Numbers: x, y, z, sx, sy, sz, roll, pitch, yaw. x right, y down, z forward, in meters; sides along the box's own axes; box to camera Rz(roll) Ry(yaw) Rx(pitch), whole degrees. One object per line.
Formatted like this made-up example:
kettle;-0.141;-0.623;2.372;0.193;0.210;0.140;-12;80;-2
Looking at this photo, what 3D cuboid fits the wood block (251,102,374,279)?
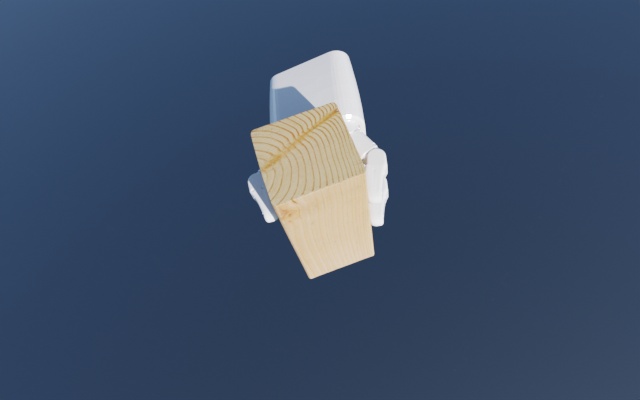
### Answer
wood block;0.000;0.001;0.530;0.091;0.090;0.206;-20;-29;-1
